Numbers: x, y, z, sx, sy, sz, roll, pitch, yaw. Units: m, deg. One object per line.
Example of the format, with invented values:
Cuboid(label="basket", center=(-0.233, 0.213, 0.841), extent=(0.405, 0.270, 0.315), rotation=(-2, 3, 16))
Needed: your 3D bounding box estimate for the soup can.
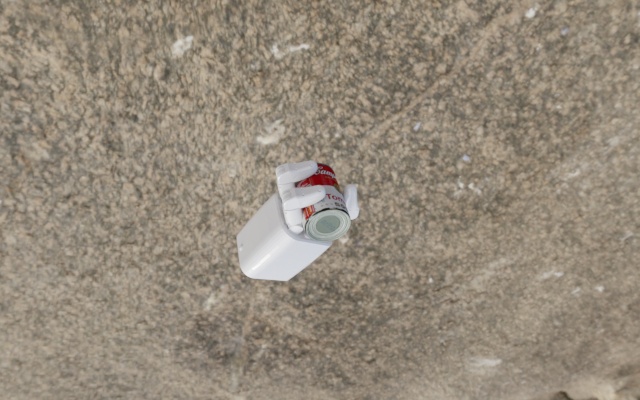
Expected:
Cuboid(label="soup can", center=(0.001, 0.002, 0.697), extent=(0.068, 0.069, 0.102), rotation=(0, 42, -17))
